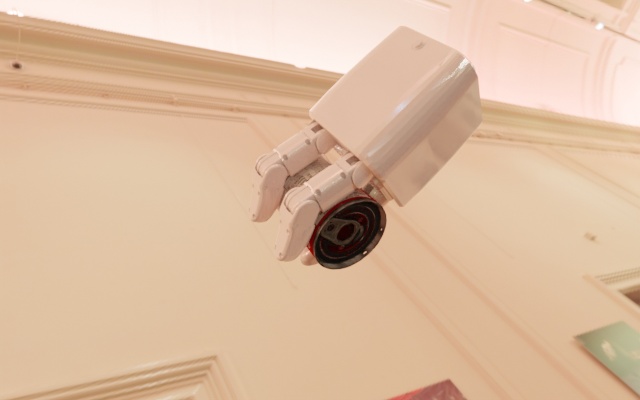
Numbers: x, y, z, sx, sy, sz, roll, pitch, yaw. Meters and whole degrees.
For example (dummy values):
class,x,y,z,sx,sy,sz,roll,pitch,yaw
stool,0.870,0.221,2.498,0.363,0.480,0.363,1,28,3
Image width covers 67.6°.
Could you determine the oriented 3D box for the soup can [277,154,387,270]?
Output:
class,x,y,z,sx,sy,sz,roll,pitch,yaw
soup can,0.000,0.002,0.413,0.068,0.068,0.102,0,32,-36
